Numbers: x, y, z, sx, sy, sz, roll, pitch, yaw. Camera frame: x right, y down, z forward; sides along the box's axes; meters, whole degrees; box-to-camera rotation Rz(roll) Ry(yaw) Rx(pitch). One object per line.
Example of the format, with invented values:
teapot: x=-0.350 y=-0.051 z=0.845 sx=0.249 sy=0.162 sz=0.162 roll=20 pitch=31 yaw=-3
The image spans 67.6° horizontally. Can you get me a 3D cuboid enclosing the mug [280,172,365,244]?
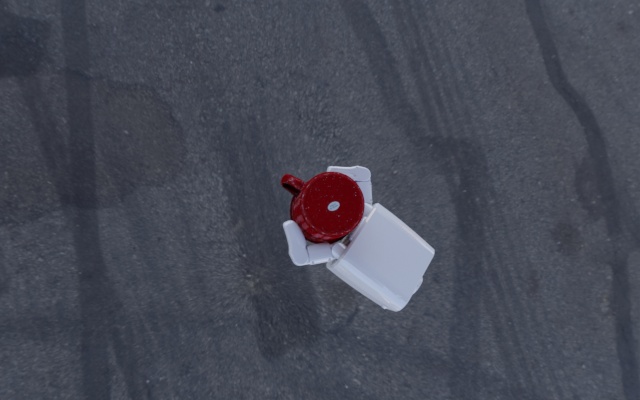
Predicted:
mug: x=-0.001 y=0.001 z=0.616 sx=0.117 sy=0.093 sz=0.081 roll=36 pitch=-11 yaw=-2
